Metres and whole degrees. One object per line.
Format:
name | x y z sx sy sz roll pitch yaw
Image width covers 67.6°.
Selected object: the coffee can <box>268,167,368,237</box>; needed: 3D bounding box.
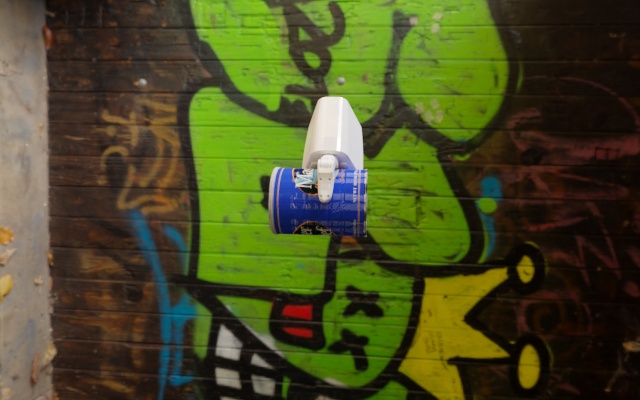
coffee can | 0.000 0.002 0.721 0.140 0.103 0.103 1 0 6
